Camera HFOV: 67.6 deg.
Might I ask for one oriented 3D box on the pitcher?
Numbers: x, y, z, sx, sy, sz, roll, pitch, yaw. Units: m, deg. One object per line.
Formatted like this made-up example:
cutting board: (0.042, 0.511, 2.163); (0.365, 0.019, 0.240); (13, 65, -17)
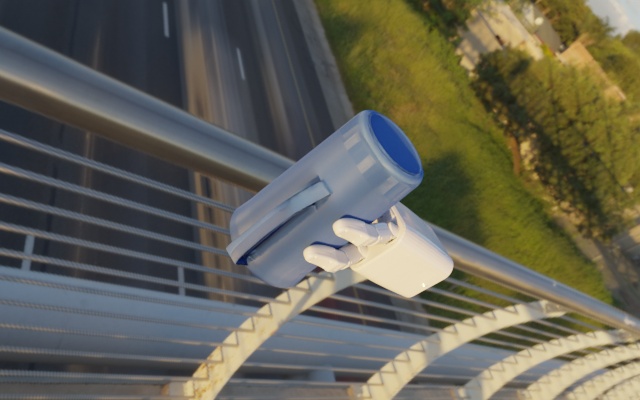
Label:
pitcher: (0.000, 0.002, 0.596); (0.145, 0.149, 0.243); (33, -55, -27)
